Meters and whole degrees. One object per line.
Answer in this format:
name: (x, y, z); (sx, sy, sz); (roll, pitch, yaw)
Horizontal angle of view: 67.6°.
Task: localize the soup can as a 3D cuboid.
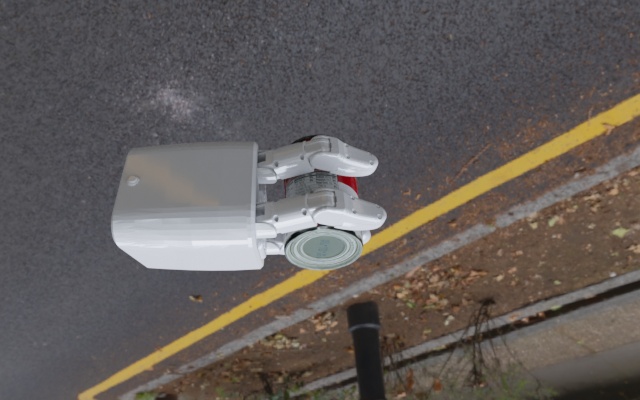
soup can: (0.001, 0.002, 0.422); (0.068, 0.102, 0.069); (-2, -37, -2)
